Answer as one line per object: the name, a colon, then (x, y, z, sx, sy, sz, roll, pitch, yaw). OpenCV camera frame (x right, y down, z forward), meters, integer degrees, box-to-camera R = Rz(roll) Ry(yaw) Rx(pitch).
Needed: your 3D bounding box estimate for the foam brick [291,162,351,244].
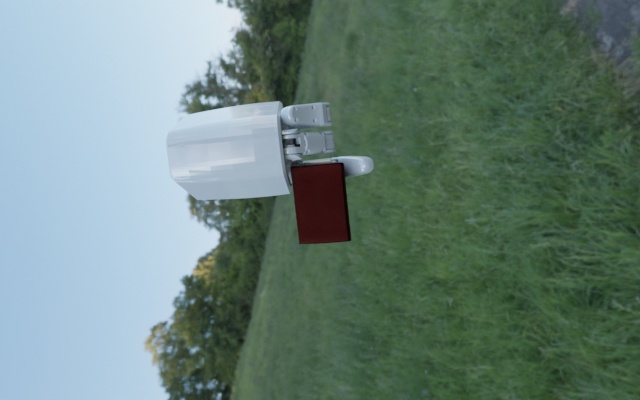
foam brick: (0.000, 0.002, 0.483, 0.051, 0.078, 0.053, -6, 5, -1)
